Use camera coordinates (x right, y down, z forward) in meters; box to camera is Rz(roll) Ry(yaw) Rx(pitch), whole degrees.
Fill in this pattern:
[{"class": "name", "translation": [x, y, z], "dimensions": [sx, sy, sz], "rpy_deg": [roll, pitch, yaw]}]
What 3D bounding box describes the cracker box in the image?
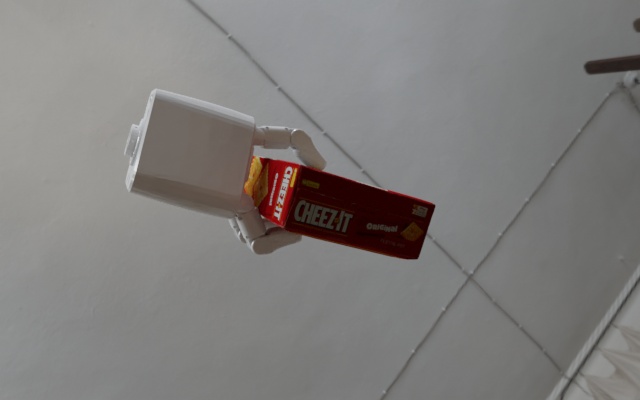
[{"class": "cracker box", "translation": [0.000, 0.002, 0.564], "dimensions": [0.164, 0.072, 0.213], "rpy_deg": [14, 3, -25]}]
